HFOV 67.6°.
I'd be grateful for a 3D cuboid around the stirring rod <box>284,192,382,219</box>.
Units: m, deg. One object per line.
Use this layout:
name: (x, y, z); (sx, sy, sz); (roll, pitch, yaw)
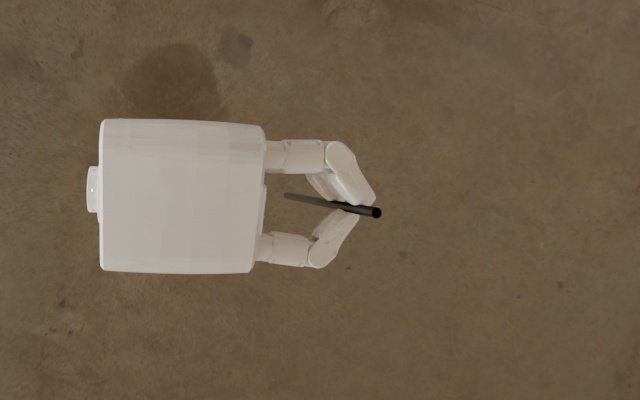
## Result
stirring rod: (0.000, 0.001, 0.451); (0.011, 0.011, 0.239); (0, 3, -19)
